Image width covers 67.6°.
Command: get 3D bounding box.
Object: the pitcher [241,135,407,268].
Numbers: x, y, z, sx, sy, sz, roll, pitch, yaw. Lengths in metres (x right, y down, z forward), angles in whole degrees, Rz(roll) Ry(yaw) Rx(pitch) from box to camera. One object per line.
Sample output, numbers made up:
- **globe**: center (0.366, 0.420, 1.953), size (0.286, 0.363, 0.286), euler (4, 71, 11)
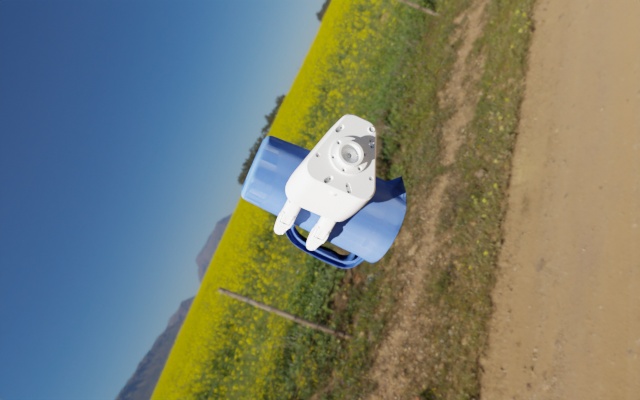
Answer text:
- **pitcher**: center (0.000, 0.002, 0.758), size (0.243, 0.149, 0.145), euler (24, -18, -8)
